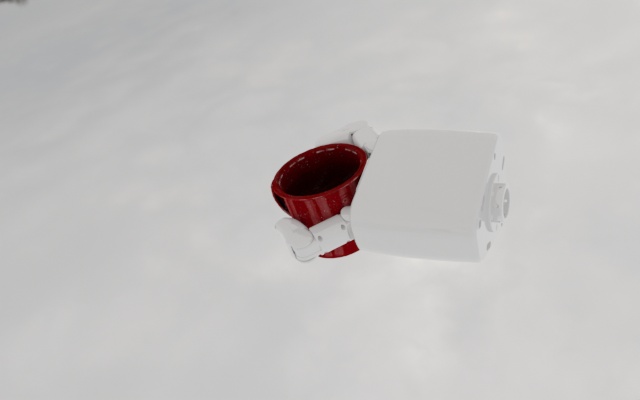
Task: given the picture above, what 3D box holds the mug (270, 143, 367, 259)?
[{"bbox_3d":[-0.001,0.002,0.477,0.117,0.081,0.093,4,40,33],"label":"mug"}]
